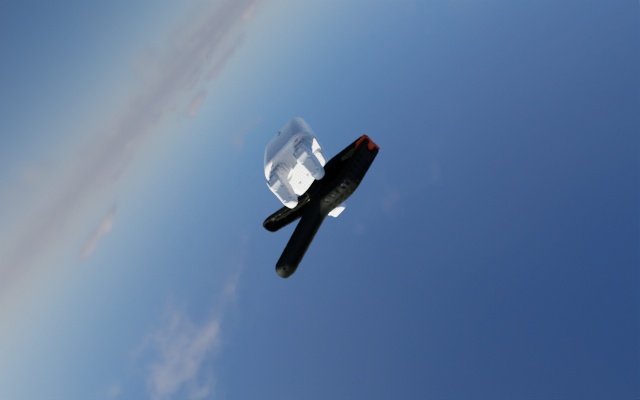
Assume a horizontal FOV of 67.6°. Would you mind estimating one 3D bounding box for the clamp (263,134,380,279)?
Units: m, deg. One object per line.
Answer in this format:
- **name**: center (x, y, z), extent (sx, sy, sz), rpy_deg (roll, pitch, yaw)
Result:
- **clamp**: center (0.001, 0.002, 0.638), extent (0.036, 0.210, 0.164), rpy_deg (40, 13, -23)
